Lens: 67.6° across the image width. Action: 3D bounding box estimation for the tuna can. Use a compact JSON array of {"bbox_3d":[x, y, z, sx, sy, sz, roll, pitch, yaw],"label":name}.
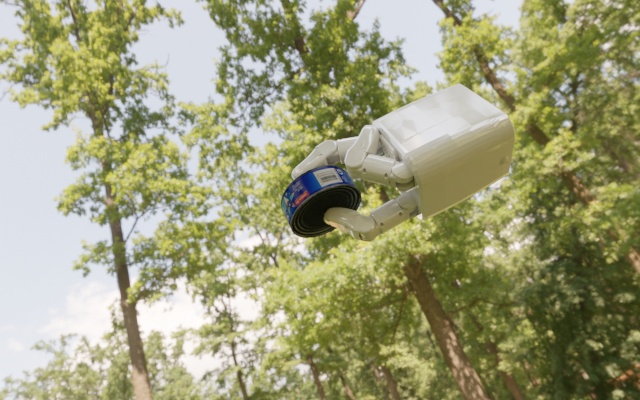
[{"bbox_3d":[0.000,0.001,0.528,0.086,0.033,0.086,-21,-33,-15],"label":"tuna can"}]
